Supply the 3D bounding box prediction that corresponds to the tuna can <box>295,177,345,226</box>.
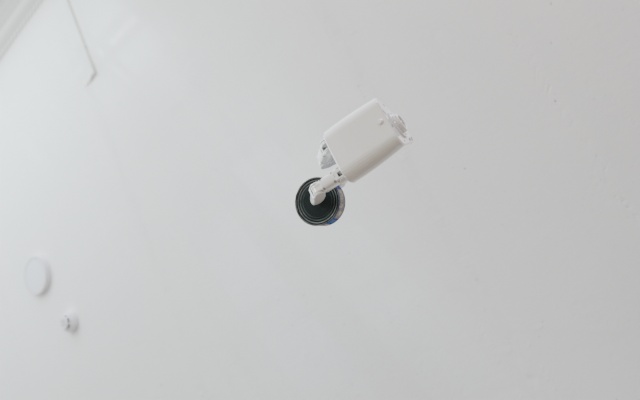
[{"bbox_3d":[0.000,0.003,0.846,0.086,0.086,0.034,0,-4,26],"label":"tuna can"}]
